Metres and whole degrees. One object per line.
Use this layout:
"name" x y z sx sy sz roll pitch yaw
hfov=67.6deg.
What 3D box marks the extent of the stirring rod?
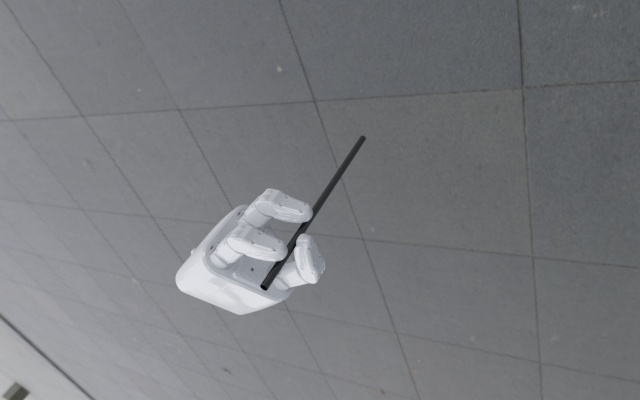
"stirring rod" 0.000 0.002 0.511 0.011 0.011 0.239 0 41 35
